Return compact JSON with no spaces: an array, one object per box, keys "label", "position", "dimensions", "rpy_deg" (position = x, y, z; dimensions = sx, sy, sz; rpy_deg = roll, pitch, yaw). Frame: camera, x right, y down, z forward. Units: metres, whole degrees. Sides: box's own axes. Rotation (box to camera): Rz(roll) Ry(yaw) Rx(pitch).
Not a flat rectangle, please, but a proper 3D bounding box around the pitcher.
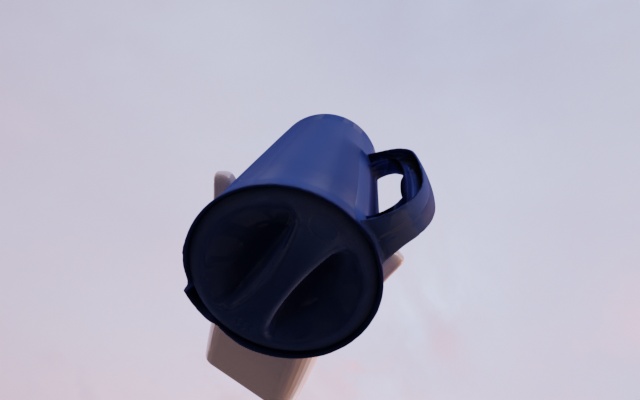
[{"label":"pitcher","position":[0.000,0.001,0.408],"dimensions":[0.149,0.145,0.242],"rpy_deg":[18,26,1]}]
